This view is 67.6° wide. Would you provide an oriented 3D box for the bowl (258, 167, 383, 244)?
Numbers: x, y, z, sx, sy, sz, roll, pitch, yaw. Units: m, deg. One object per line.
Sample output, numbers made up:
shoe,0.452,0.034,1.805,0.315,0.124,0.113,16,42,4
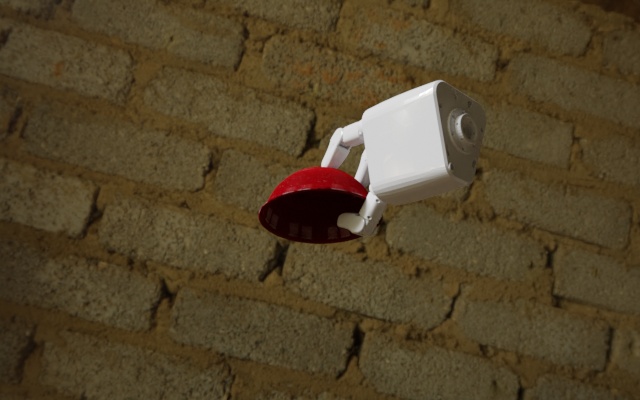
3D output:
bowl,-0.001,0.002,0.635,0.162,0.055,0.162,0,-29,0
